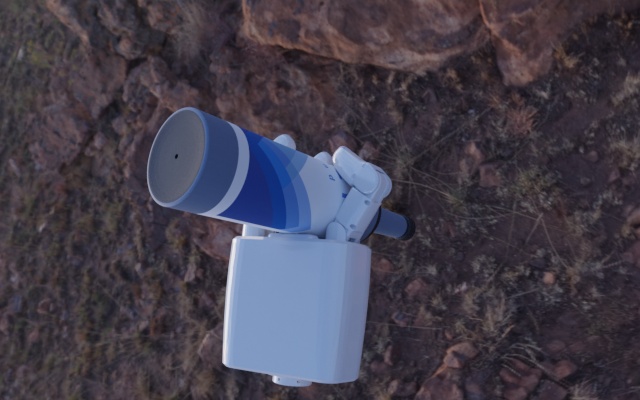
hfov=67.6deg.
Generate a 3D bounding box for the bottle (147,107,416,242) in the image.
[{"bbox_3d":[0.000,0.001,0.416,0.069,0.069,0.296,0,-12,40],"label":"bottle"}]
